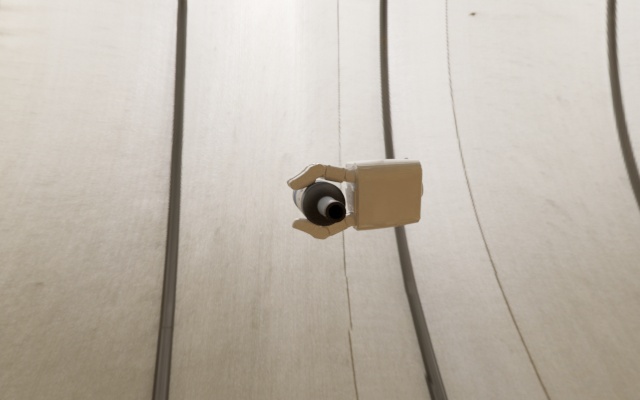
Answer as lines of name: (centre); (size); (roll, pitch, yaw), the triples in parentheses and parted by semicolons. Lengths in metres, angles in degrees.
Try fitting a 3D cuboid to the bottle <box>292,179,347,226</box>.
bottle: (0.000, 0.002, 0.748); (0.069, 0.069, 0.295); (0, 5, -8)
